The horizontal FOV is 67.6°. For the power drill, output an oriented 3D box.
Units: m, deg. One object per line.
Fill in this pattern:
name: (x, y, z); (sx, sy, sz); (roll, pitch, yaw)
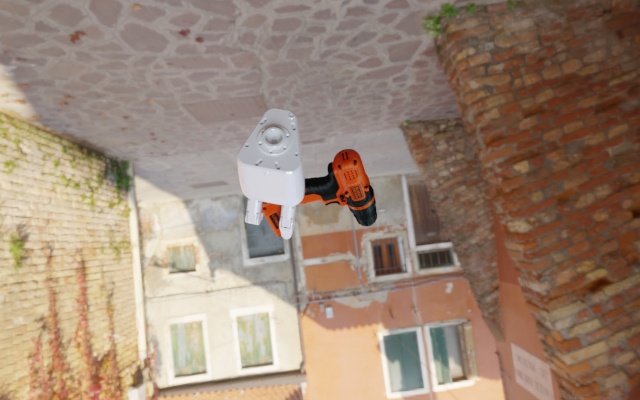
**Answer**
power drill: (0.000, 0.003, 0.829); (0.187, 0.057, 0.185); (-17, -43, 6)
